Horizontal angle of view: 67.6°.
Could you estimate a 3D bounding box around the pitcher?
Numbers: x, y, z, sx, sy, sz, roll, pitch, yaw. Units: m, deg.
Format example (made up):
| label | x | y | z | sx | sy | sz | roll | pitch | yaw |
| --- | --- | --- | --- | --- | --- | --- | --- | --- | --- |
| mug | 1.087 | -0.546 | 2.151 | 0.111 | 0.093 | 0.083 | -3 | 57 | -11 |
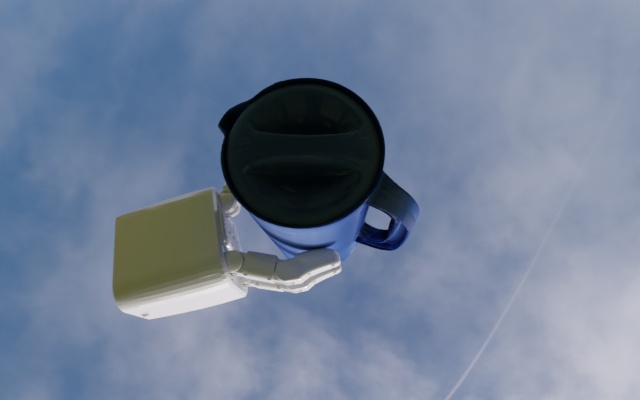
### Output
| label | x | y | z | sx | sy | sz | roll | pitch | yaw |
| --- | --- | --- | --- | --- | --- | --- | --- | --- | --- |
| pitcher | 0.000 | 0.002 | 0.487 | 0.145 | 0.149 | 0.243 | -17 | -19 | -3 |
